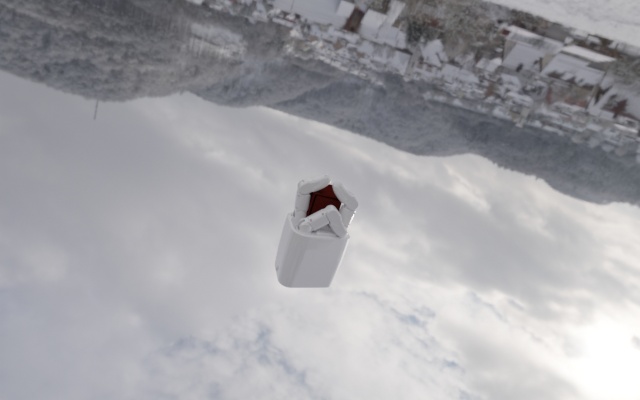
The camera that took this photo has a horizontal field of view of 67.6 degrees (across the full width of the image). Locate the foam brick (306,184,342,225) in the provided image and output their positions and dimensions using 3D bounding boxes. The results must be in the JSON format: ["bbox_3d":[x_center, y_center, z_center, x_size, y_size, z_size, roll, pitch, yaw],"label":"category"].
[{"bbox_3d":[0.000,0.003,0.861,0.053,0.051,0.078,12,19,-16],"label":"foam brick"}]
